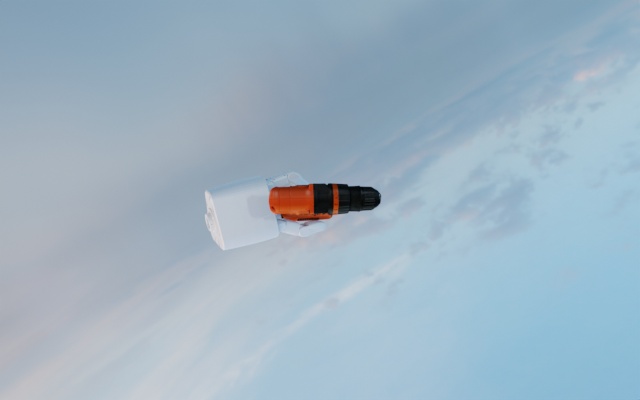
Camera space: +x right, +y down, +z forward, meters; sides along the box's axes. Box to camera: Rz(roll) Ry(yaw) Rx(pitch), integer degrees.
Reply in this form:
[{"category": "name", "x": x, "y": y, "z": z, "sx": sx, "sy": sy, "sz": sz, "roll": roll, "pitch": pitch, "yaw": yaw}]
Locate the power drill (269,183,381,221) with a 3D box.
[{"category": "power drill", "x": 0.000, "y": 0.003, "z": 0.846, "sx": 0.184, "sy": 0.057, "sz": 0.187, "roll": 1, "pitch": -6, "yaw": -7}]
